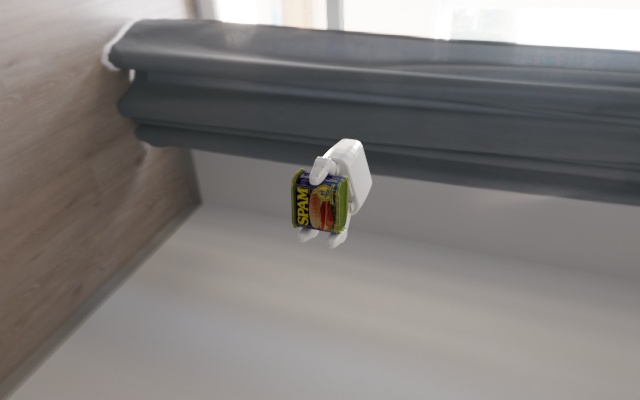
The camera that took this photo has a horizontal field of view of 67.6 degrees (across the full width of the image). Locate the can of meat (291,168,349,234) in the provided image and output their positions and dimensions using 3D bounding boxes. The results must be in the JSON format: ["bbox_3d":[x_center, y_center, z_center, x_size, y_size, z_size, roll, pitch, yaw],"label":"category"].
[{"bbox_3d":[0.000,0.003,0.805,0.084,0.102,0.057,9,27,18],"label":"can of meat"}]
